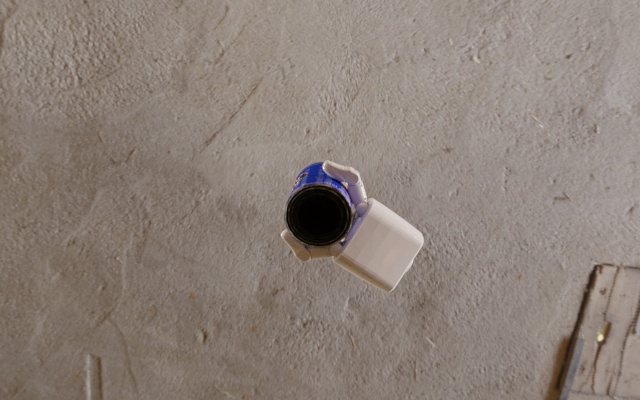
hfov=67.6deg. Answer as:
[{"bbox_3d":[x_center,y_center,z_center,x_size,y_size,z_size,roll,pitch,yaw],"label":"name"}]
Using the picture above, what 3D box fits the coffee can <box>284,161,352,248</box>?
[{"bbox_3d":[0.000,0.002,0.772,0.103,0.103,0.140,0,19,3],"label":"coffee can"}]
